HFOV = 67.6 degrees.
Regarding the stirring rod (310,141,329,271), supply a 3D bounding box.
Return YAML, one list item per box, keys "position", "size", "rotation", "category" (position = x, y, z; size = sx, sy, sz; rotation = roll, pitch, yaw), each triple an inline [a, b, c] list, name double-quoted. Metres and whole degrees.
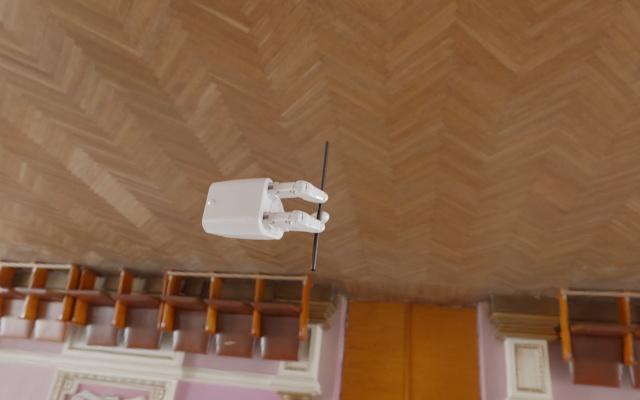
- position: [0.000, 0.003, 0.804]
  size: [0.011, 0.239, 0.011]
  rotation: [5, -27, 3]
  category: "stirring rod"
